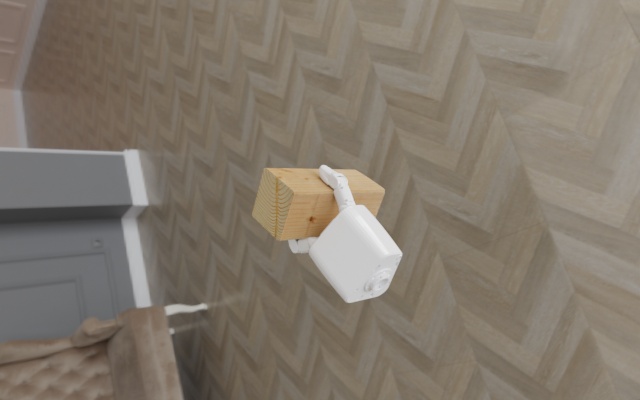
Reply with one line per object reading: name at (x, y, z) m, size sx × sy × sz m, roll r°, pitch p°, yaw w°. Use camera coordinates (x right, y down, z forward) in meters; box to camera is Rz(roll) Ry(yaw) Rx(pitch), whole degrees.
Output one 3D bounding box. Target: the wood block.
wood block at (0.000, 0.003, 0.823) m, size 0.206 × 0.091 × 0.090 m, roll -2°, pitch 29°, yaw -41°
